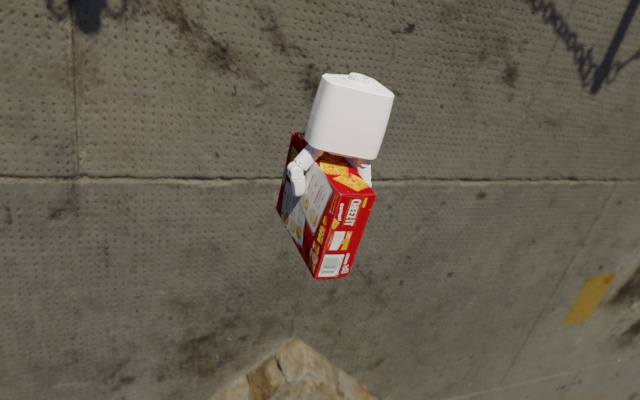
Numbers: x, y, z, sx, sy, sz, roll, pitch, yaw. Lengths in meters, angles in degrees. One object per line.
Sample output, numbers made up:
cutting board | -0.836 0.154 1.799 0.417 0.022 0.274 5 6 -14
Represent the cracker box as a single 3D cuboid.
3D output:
cracker box | 0.000 0.003 0.808 0.072 0.164 0.213 1 32 -25
